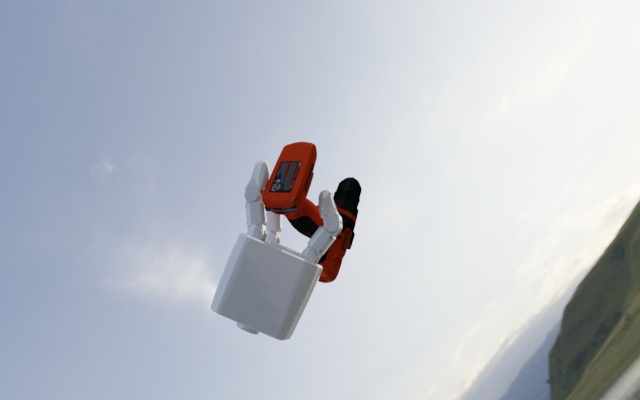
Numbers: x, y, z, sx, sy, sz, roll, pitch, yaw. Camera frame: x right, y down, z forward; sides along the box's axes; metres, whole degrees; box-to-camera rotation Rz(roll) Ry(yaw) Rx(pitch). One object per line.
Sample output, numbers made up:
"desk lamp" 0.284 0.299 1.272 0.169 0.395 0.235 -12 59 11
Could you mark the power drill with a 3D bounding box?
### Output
"power drill" 0.000 0.002 0.694 0.057 0.184 0.188 -2 -36 30
